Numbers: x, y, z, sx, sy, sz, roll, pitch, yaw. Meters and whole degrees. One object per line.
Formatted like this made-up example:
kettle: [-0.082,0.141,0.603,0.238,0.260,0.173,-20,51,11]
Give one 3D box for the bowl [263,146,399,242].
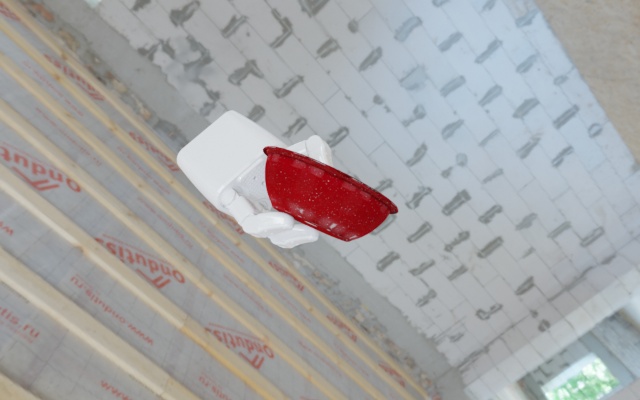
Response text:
bowl: [0.001,0.002,0.517,0.162,0.055,0.162,25,-6,3]
